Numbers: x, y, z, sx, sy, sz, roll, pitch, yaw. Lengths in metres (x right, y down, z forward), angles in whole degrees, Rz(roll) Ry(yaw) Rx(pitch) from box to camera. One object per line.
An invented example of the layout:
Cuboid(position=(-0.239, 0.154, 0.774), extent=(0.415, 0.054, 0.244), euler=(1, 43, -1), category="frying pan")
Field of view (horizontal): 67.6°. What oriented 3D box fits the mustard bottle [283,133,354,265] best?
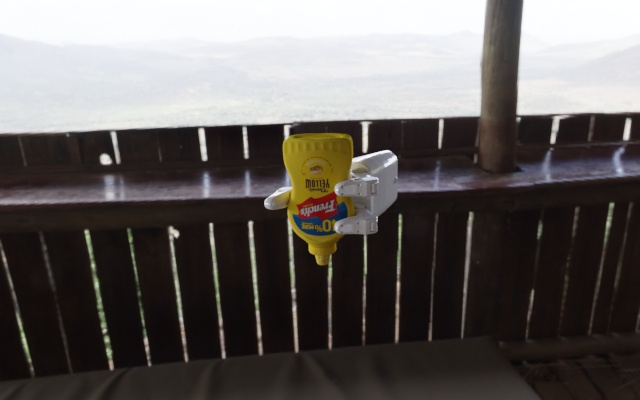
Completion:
Cuboid(position=(0.000, 0.002, 0.686), extent=(0.096, 0.192, 0.058), euler=(0, 18, 7), category="mustard bottle")
